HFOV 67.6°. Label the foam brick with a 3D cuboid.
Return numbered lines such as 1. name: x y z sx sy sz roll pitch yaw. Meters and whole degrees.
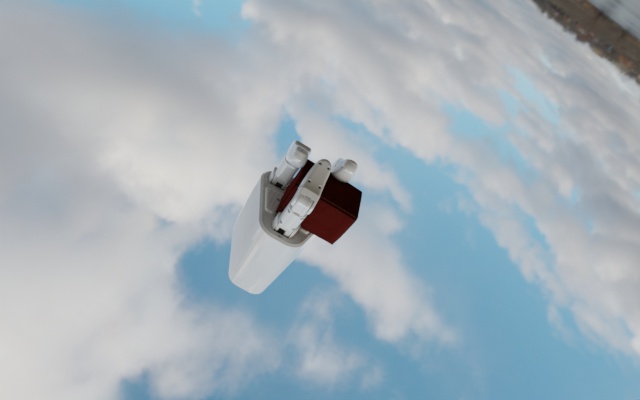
1. foam brick: 0.000 0.002 0.540 0.078 0.051 0.053 31 37 -8
